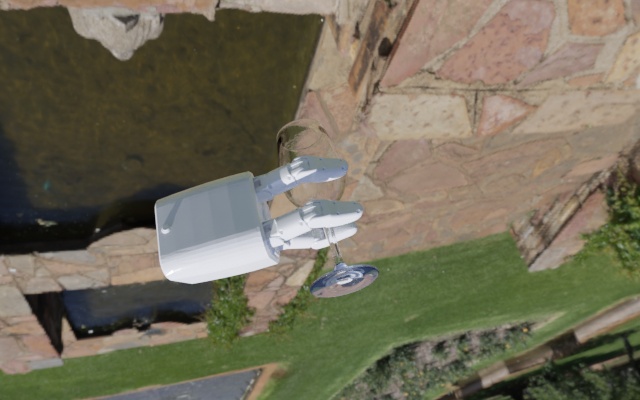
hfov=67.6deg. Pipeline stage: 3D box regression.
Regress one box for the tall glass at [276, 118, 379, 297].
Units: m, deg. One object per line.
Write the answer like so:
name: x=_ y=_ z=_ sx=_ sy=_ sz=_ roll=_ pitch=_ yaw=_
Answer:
tall glass: x=0.000 y=0.002 z=0.540 sx=0.079 sy=0.201 sz=0.079 roll=-12 pitch=-30 yaw=-7
